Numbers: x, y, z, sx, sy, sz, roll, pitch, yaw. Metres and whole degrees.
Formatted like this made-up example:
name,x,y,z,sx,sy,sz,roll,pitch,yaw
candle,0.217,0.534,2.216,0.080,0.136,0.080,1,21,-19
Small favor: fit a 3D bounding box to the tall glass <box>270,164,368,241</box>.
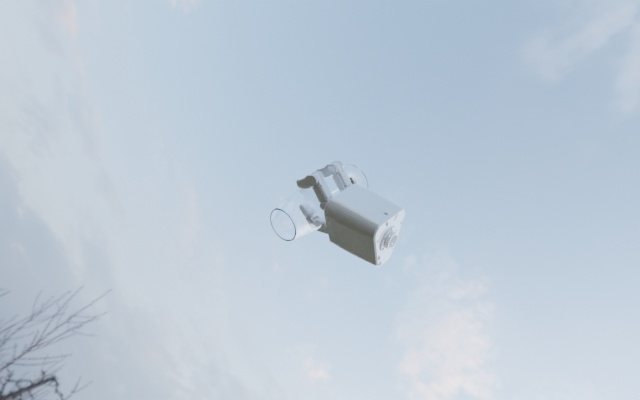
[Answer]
name,x,y,z,sx,sy,sz,roll,pitch,yaw
tall glass,0.000,0.003,0.878,0.079,0.079,0.201,0,23,46
